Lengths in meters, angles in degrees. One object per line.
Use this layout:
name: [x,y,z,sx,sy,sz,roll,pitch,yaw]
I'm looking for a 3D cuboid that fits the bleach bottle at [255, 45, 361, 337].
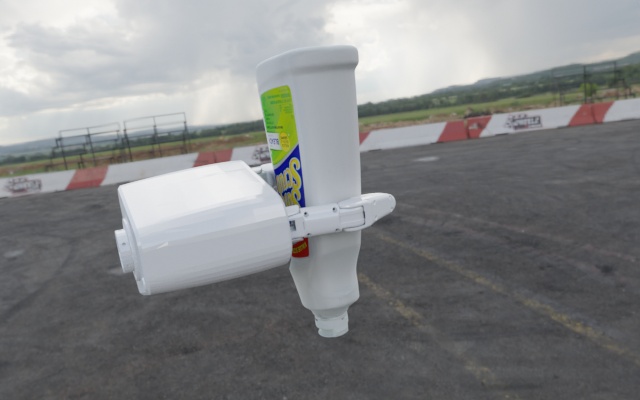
bleach bottle: [0.000,0.001,0.421,0.068,0.251,0.102,-13,11,-26]
